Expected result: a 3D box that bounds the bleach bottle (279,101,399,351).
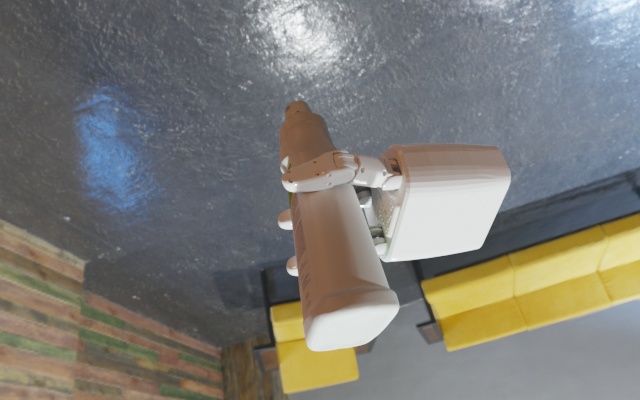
[{"bbox_3d":[0.000,0.002,0.445,0.068,0.250,0.103,-3,-33,-15],"label":"bleach bottle"}]
